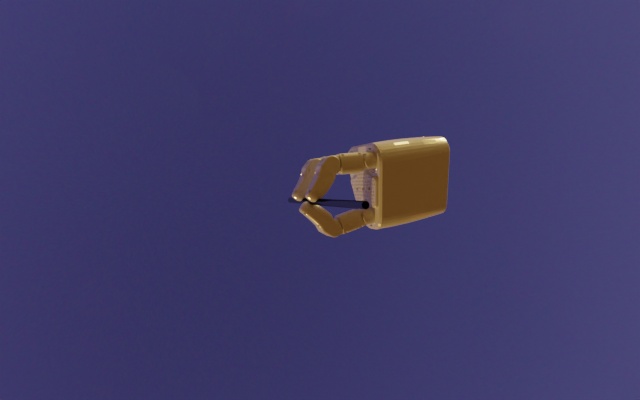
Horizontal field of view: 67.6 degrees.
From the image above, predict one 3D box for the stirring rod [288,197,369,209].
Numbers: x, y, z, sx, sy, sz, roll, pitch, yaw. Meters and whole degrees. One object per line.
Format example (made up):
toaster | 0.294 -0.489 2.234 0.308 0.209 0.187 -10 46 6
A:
stirring rod | 0.000 0.002 0.557 0.011 0.011 0.239 0 1 -20
